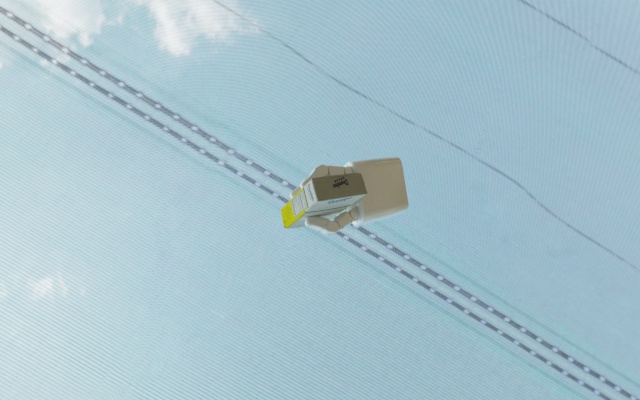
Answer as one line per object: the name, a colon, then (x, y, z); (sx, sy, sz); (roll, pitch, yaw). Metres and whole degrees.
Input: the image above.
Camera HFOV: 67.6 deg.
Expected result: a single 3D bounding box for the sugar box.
sugar box: (0.000, 0.002, 0.834); (0.093, 0.048, 0.176); (-9, -16, -25)
